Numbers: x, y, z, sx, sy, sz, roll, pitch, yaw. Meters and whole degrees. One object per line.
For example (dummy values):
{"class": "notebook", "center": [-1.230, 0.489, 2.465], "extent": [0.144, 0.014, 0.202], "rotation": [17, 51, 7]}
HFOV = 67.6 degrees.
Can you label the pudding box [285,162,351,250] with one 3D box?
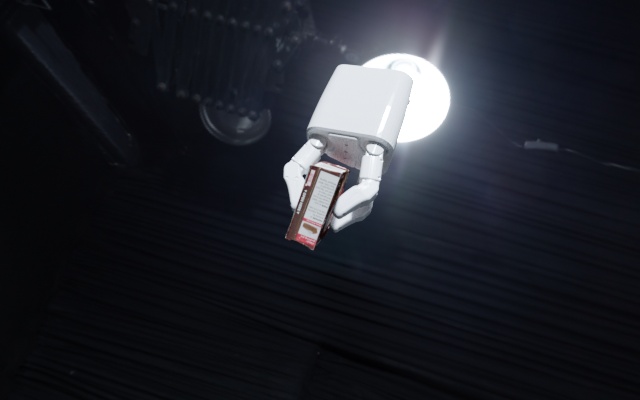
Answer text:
{"class": "pudding box", "center": [0.000, 0.002, 0.557], "extent": [0.039, 0.090, 0.113], "rotation": [20, 8, 8]}
